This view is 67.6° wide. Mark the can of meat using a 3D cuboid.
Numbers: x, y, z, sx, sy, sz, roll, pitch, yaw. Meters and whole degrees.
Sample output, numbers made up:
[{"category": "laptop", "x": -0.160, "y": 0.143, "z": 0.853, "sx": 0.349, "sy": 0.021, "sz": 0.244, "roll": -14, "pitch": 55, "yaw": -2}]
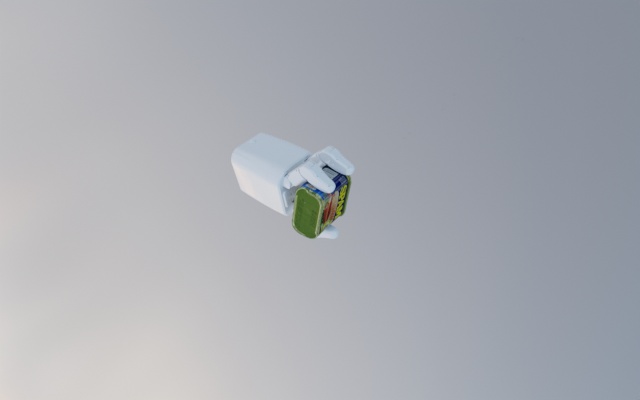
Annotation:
[{"category": "can of meat", "x": 0.000, "y": 0.003, "z": 0.778, "sx": 0.057, "sy": 0.102, "sz": 0.084, "roll": 29, "pitch": 44, "yaw": 21}]
